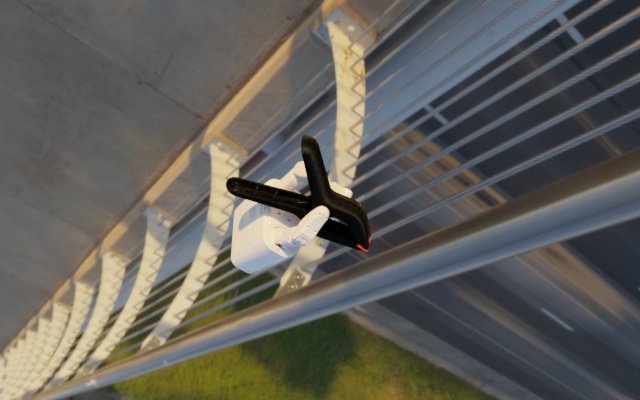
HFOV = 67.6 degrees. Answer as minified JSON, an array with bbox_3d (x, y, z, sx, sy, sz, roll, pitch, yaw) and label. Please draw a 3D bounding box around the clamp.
[{"bbox_3d":[0.000,0.003,0.622,0.210,0.036,0.164,33,-38,-23],"label":"clamp"}]
